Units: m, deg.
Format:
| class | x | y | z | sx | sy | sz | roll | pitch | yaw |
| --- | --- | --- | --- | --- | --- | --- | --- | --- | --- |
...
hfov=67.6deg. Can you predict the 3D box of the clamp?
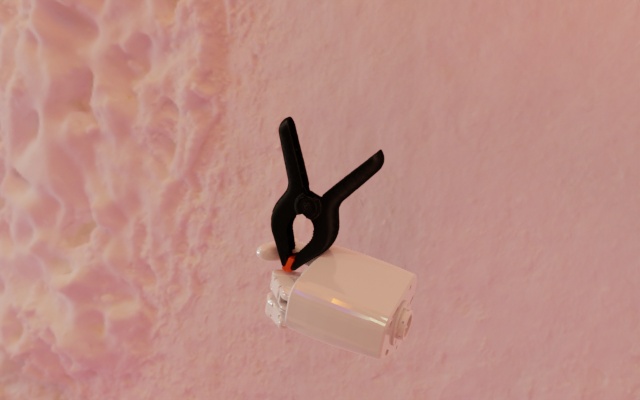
| class | x | y | z | sx | sy | sz | roll | pitch | yaw |
| --- | --- | --- | --- | --- | --- | --- | --- | --- | --- |
| clamp | 0.000 | 0.002 | 0.527 | 0.120 | 0.171 | 0.039 | 15 | 16 | 20 |
